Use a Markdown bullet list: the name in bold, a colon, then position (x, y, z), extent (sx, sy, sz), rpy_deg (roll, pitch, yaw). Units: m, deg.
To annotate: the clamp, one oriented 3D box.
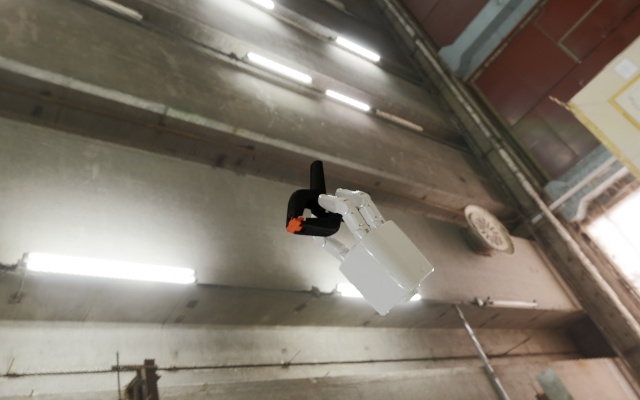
- **clamp**: position (0.000, 0.003, 0.801), extent (0.164, 0.036, 0.210), rpy_deg (46, 32, 16)
